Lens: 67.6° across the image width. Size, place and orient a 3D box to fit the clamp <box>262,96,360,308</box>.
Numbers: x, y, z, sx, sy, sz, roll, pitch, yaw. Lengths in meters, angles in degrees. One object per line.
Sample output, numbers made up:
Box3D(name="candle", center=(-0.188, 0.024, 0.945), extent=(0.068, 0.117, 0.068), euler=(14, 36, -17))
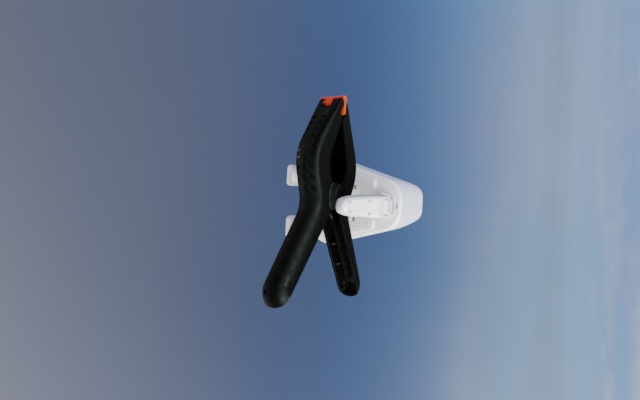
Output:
Box3D(name="clamp", center=(0.001, 0.001, 0.460), extent=(0.036, 0.210, 0.164), euler=(3, 2, 28))
